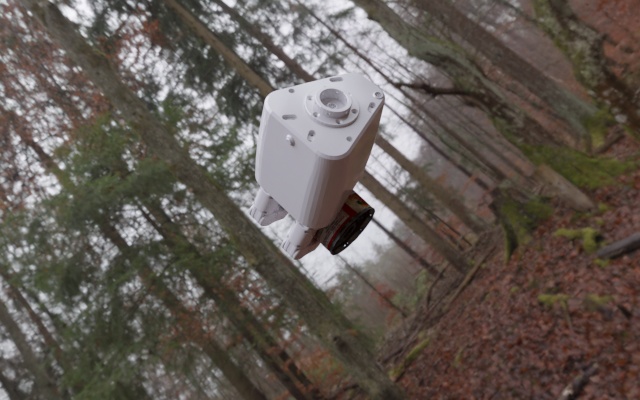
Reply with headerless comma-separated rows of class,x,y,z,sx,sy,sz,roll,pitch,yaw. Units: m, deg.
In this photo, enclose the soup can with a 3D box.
soup can,0.000,0.002,0.528,0.102,0.068,0.068,42,16,18
